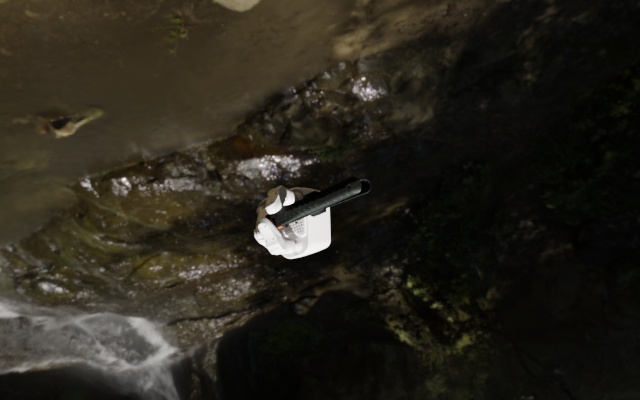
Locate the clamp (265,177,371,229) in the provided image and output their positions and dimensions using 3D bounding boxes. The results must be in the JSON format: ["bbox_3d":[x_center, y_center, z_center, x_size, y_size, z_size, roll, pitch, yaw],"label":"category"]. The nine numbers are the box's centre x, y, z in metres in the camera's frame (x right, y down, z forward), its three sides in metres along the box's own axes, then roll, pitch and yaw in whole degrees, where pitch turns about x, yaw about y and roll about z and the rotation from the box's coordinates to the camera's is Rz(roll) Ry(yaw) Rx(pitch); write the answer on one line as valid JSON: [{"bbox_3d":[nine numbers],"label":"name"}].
[{"bbox_3d":[0.000,0.003,0.735,0.171,0.039,0.120,-21,-9,22],"label":"clamp"}]
